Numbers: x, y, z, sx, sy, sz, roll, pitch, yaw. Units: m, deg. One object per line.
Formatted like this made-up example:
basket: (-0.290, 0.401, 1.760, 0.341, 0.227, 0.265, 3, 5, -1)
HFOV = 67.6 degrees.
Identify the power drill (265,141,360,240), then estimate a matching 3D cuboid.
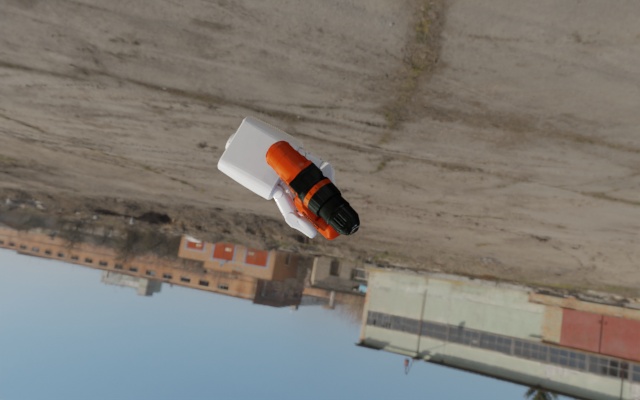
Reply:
power drill: (0.000, 0.002, 0.761, 0.057, 0.184, 0.188, -40, -20, -7)
